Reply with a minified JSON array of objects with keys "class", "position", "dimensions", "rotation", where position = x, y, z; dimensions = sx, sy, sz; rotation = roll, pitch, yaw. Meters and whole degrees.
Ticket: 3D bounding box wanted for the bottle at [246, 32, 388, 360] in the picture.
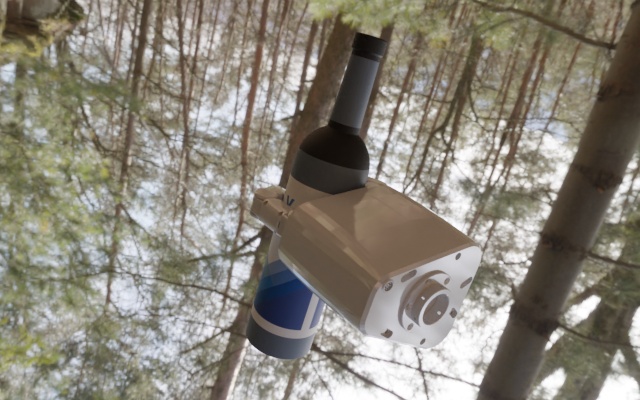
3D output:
[{"class":"bottle","position":[0.000,0.002,0.431],"dimensions":[0.069,0.296,0.069],"rotation":[16,17,-5]}]
